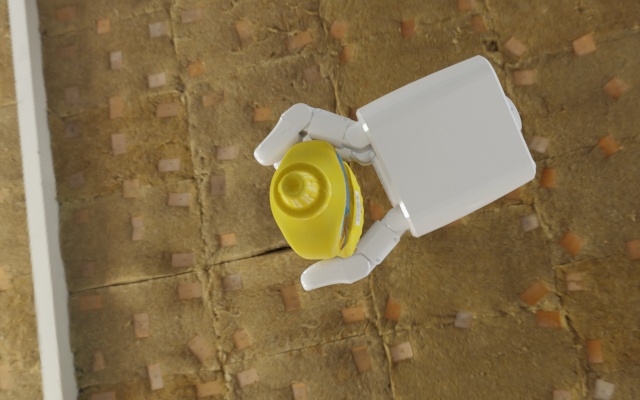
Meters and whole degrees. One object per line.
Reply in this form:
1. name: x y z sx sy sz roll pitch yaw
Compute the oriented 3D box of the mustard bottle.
1. mustard bottle: 0.000 0.001 0.402 0.058 0.096 0.191 -1 -7 10
